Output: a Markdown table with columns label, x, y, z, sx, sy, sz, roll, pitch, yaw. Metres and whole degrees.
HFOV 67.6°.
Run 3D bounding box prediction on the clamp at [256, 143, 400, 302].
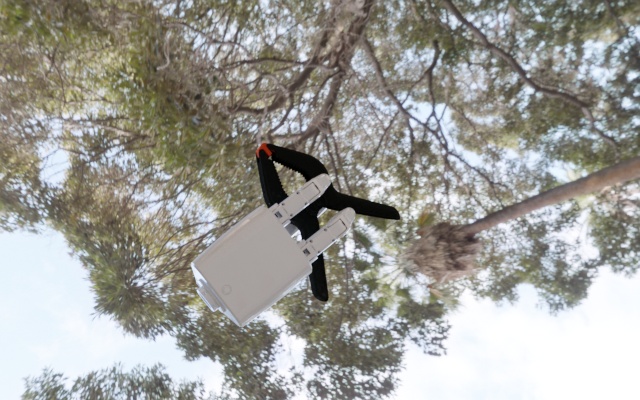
| label | x | y | z | sx | sy | sz | roll | pitch | yaw |
| --- | --- | --- | --- | --- | --- | --- | --- | --- | --- |
| clamp | -0.001 | 0.002 | 0.628 | 0.164 | 0.210 | 0.036 | -38 | 6 | -20 |
